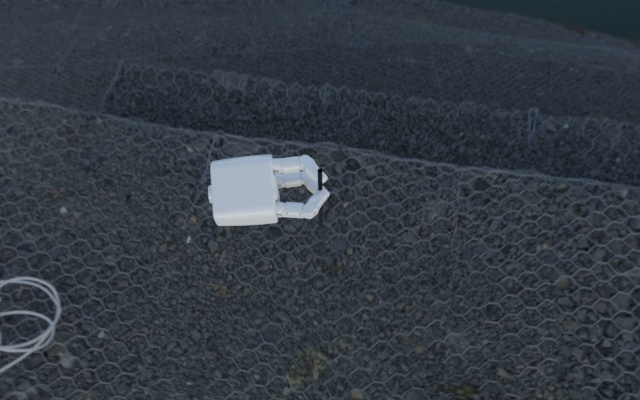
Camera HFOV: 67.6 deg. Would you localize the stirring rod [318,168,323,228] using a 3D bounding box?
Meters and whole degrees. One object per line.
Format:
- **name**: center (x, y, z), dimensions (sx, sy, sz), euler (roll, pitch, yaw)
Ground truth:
- **stirring rod**: center (0.000, 0.003, 0.876), dimensions (0.011, 0.011, 0.240), euler (0, -25, 0)
